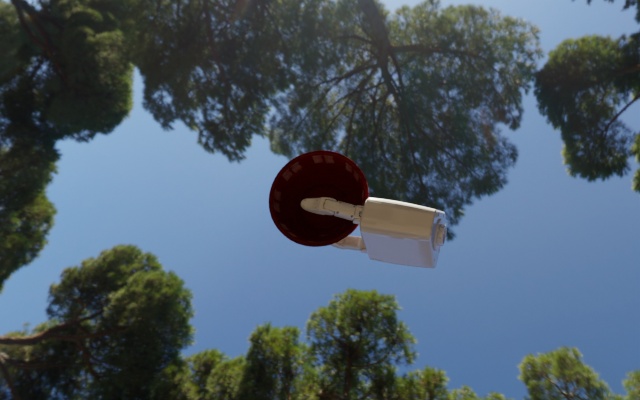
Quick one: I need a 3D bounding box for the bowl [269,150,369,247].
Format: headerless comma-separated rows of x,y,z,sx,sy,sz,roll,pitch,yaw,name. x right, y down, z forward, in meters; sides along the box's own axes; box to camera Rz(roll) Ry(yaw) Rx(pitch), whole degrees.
-0.001,0.002,0.778,0.162,0.162,0.055,0,-19,10,bowl
